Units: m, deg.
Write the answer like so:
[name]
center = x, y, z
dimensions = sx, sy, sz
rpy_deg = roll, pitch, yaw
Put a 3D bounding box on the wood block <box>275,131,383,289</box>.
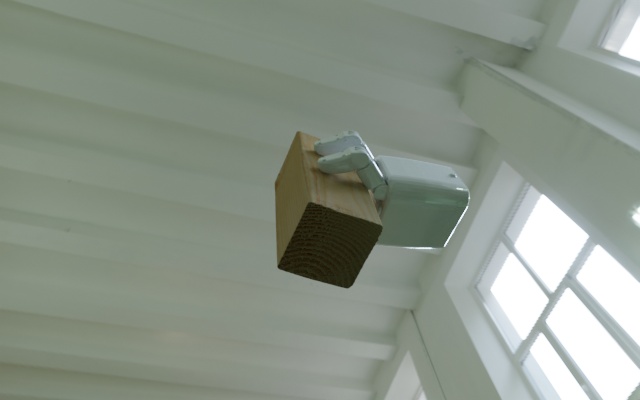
[wood block]
center = 0.000, 0.002, 0.594
dimensions = 0.090, 0.091, 0.206
rpy_deg = 18, 24, -15
